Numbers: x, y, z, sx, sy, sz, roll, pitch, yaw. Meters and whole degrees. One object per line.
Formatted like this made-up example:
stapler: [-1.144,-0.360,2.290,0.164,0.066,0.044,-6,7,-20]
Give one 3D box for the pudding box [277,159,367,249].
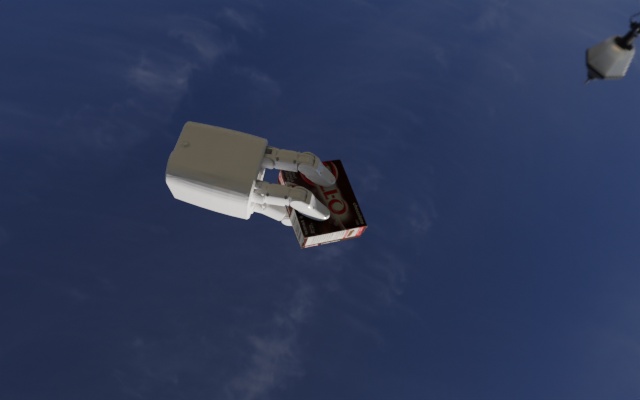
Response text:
pudding box: [0.000,0.002,0.643,0.090,0.113,0.039,-10,-26,-20]
